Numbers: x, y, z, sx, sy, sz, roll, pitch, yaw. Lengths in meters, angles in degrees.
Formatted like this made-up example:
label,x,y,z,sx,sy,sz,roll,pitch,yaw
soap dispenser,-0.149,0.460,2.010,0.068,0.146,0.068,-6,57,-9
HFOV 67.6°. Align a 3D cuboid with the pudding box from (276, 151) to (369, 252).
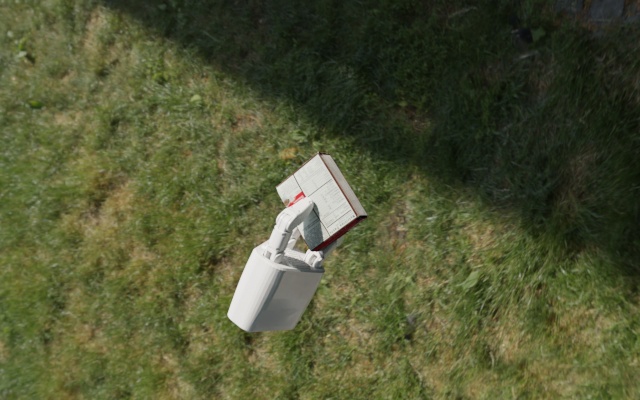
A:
label,x,y,z,sx,sy,sz,roll,pitch,yaw
pudding box,0.000,0.002,0.670,0.090,0.113,0.039,-37,-16,22
